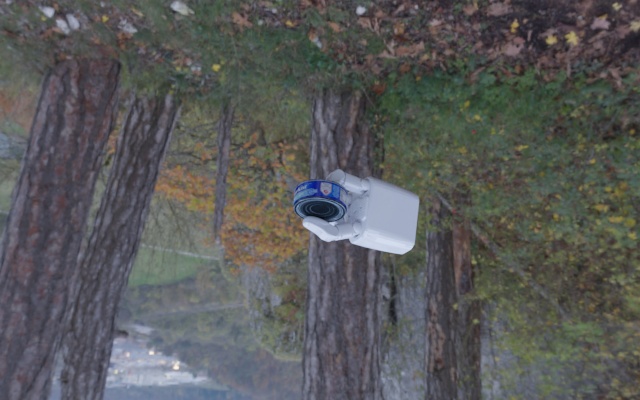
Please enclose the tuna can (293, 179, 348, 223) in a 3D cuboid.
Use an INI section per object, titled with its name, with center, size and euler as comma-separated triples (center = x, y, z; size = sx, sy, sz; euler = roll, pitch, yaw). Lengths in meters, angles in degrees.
[tuna can]
center = 0.000, 0.003, 0.751
size = 0.086, 0.033, 0.086
euler = 4, -29, 2
